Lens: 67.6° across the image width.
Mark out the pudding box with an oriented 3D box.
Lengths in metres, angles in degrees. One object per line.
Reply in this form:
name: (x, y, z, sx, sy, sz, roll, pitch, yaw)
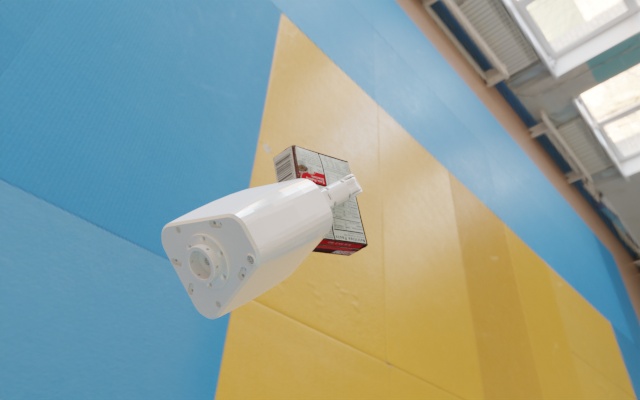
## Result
pudding box: (0.000, 0.002, 0.528, 0.090, 0.113, 0.039, 13, -32, -42)
